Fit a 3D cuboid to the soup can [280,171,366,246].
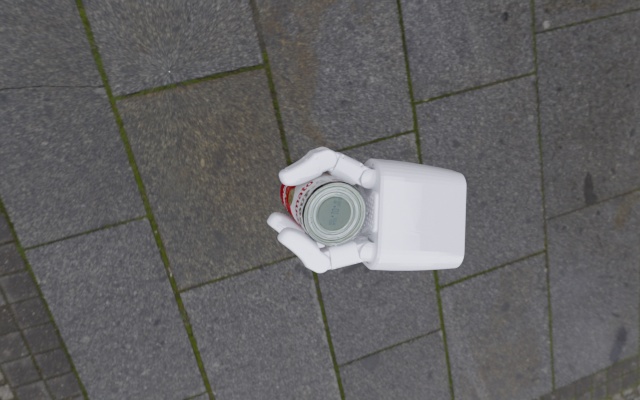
[{"bbox_3d":[0.000,0.002,0.510,0.068,0.068,0.102,0,14,-18],"label":"soup can"}]
